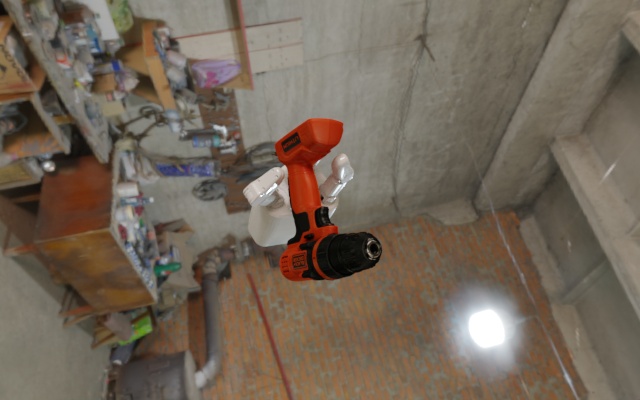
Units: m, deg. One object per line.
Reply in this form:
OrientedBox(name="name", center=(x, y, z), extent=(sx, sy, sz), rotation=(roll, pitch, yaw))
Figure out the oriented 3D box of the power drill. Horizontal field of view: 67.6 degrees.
OrientedBox(name="power drill", center=(0.000, 0.001, 0.572), extent=(0.057, 0.187, 0.184), rotation=(3, -14, -33))
